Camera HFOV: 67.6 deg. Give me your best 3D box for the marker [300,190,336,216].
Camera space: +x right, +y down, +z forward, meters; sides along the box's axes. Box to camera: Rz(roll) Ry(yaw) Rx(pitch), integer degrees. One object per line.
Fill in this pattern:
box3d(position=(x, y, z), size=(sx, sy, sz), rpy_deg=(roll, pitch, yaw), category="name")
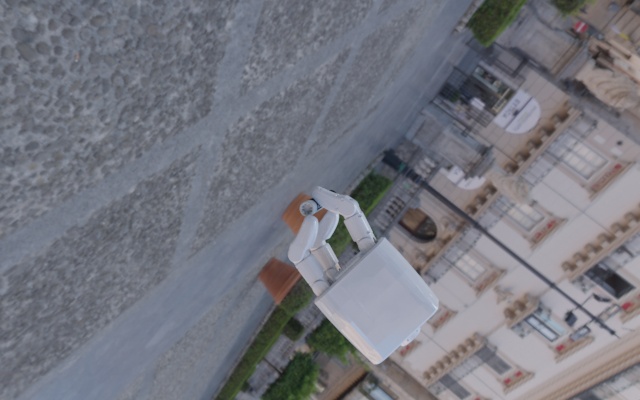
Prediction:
box3d(position=(0.000, 0.002, 0.633), size=(0.020, 0.020, 0.121), rpy_deg=(0, 8, 16), category="marker")
